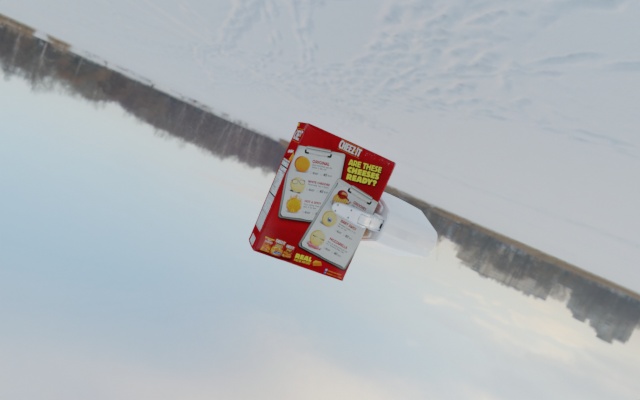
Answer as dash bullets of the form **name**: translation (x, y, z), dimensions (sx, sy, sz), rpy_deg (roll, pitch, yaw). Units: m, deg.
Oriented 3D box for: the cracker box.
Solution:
- **cracker box**: translation (0.000, 0.003, 0.774), dimensions (0.164, 0.214, 0.072), rpy_deg (22, 5, -20)
